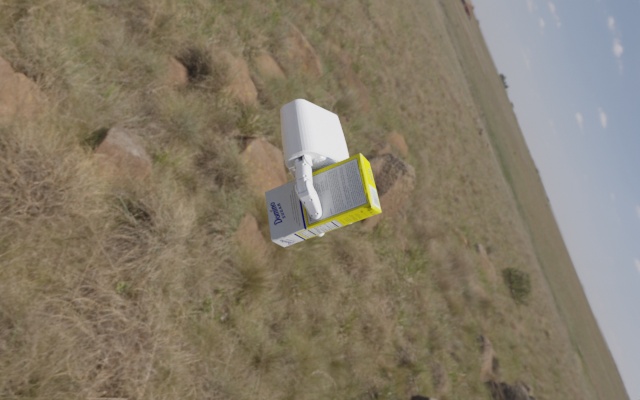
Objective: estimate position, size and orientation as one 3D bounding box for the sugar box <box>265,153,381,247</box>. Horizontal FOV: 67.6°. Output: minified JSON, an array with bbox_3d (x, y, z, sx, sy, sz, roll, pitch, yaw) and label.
[{"bbox_3d":[0.000,0.002,0.756,0.176,0.093,0.048,-21,-28,23],"label":"sugar box"}]
